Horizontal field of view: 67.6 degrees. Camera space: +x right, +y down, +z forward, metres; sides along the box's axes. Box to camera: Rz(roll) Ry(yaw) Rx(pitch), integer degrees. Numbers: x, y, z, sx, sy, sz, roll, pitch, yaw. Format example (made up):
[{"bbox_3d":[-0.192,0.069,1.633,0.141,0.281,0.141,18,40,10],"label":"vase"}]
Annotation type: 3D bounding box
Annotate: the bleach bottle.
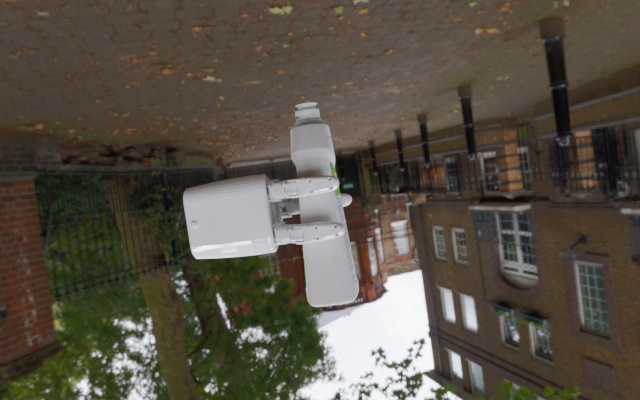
[{"bbox_3d":[0.000,0.002,0.618,0.068,0.251,0.102,-8,3,4],"label":"bleach bottle"}]
